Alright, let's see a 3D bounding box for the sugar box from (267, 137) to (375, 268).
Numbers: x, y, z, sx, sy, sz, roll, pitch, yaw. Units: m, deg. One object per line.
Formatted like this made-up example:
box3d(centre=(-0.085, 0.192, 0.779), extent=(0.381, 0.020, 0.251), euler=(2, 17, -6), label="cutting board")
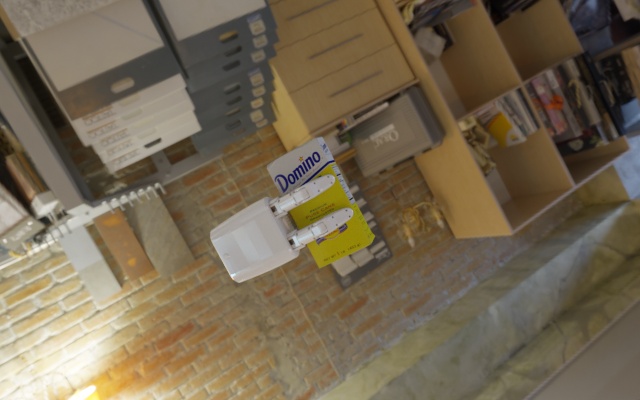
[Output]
box3d(centre=(0.000, 0.003, 0.719), extent=(0.093, 0.176, 0.048), euler=(-28, 3, 17), label="sugar box")
